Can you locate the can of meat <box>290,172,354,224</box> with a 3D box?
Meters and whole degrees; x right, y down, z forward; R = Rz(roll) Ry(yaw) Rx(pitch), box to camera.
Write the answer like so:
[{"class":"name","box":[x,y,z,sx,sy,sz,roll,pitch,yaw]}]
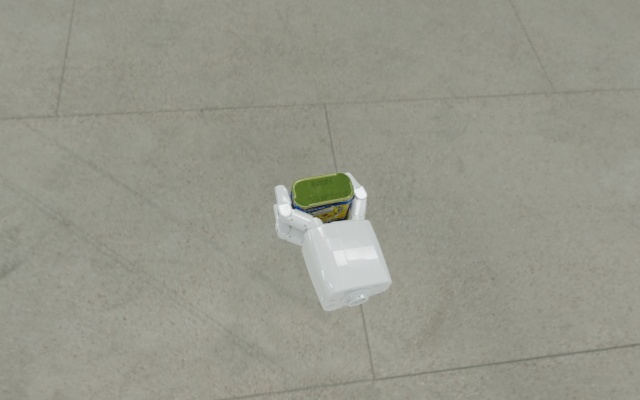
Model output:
[{"class":"can of meat","box":[0.000,0.002,0.763,0.102,0.057,0.084,-11,-27,-12]}]
